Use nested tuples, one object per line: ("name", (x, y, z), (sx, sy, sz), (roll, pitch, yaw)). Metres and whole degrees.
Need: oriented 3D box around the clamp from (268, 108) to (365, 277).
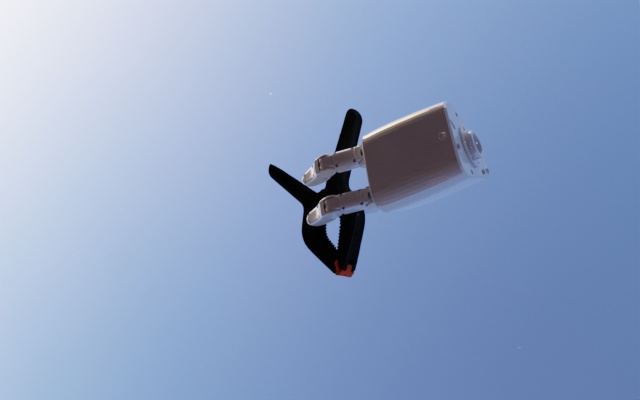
("clamp", (0.001, 0.003, 0.627), (0.164, 0.210, 0.036), (-24, -27, 35))
